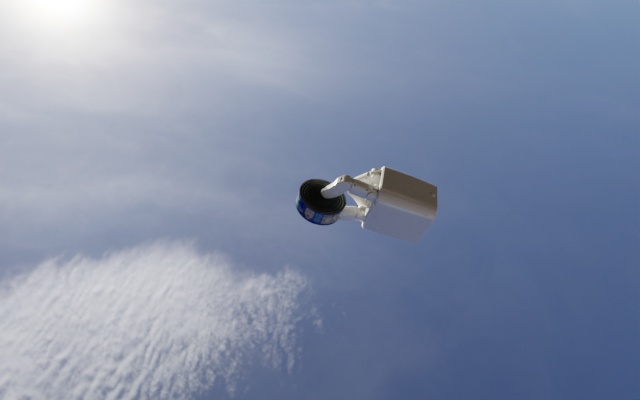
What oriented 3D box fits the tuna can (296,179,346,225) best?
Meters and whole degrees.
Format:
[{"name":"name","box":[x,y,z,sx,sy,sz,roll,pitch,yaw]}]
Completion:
[{"name":"tuna can","box":[0.000,0.003,0.842,0.086,0.086,0.034,0,-44,-24]}]
